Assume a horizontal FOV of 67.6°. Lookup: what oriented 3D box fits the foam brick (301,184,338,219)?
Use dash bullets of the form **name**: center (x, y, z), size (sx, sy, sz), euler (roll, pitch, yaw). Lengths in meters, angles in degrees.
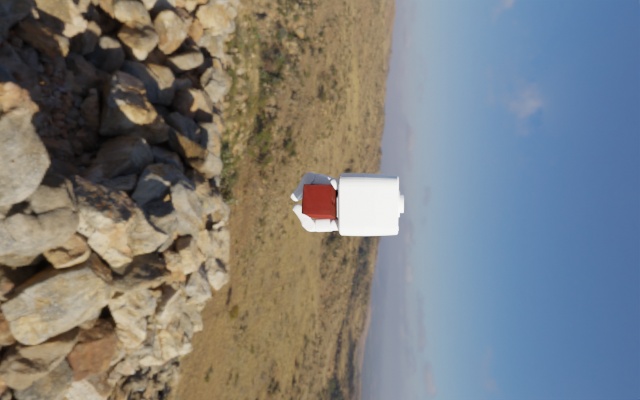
- **foam brick**: center (0.000, 0.003, 0.843), size (0.051, 0.053, 0.078), euler (2, -6, 10)
